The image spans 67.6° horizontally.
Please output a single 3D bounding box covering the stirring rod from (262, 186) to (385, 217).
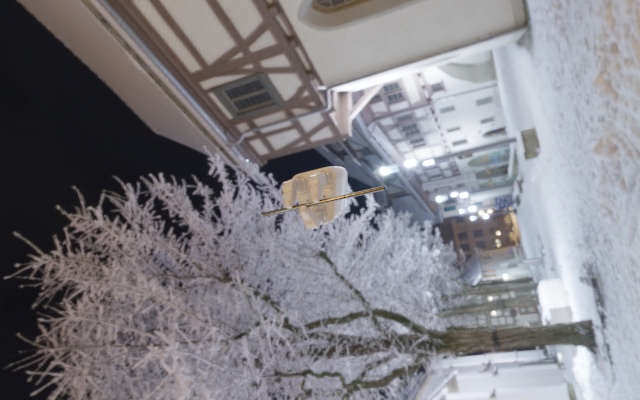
[{"bbox_3d":[0.000,0.003,0.871,0.239,0.011,0.011,-13,-4,20],"label":"stirring rod"}]
